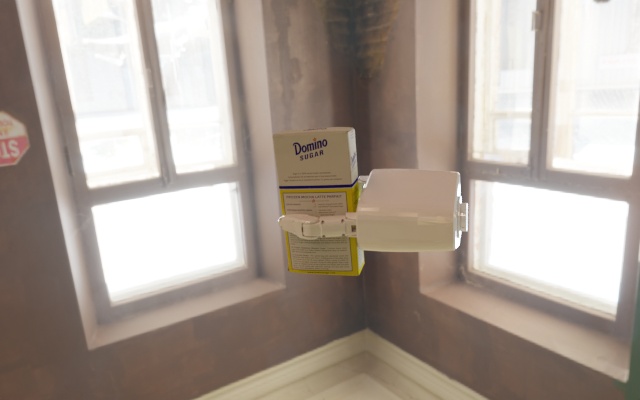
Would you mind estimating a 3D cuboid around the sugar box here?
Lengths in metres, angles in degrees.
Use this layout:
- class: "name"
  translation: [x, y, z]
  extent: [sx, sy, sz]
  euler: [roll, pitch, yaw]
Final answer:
- class: "sugar box"
  translation: [0.000, 0.002, 0.579]
  extent: [0.093, 0.176, 0.048]
  euler: [0, 15, 16]
